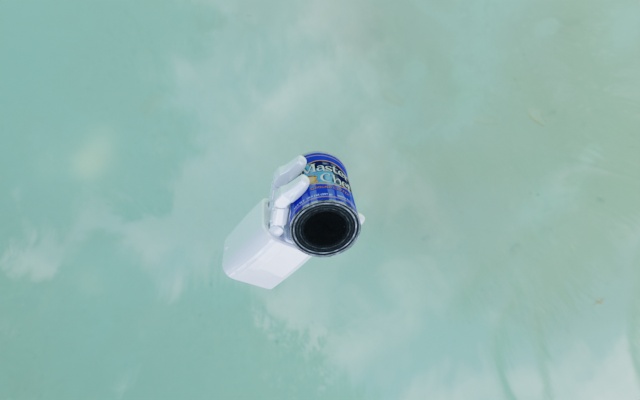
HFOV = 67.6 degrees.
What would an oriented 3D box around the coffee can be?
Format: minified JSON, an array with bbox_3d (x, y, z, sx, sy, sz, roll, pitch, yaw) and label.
[{"bbox_3d":[0.000,0.002,0.728,0.103,0.103,0.140,0,35,-7],"label":"coffee can"}]
